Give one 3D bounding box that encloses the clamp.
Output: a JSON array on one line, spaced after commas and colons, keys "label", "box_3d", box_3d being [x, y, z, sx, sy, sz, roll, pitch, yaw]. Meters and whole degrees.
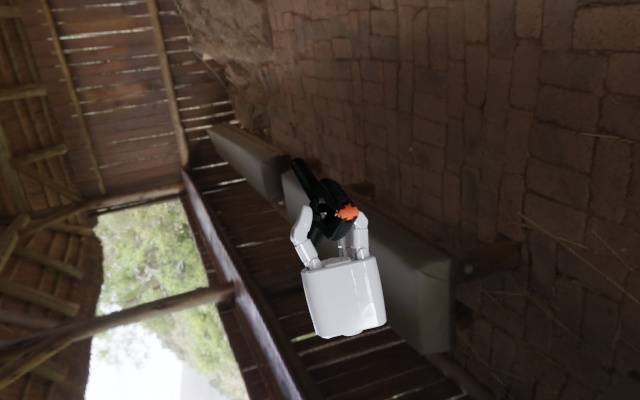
[{"label": "clamp", "box_3d": [0.000, 0.003, 0.746, 0.036, 0.164, 0.210, -12, 0, -20]}]
